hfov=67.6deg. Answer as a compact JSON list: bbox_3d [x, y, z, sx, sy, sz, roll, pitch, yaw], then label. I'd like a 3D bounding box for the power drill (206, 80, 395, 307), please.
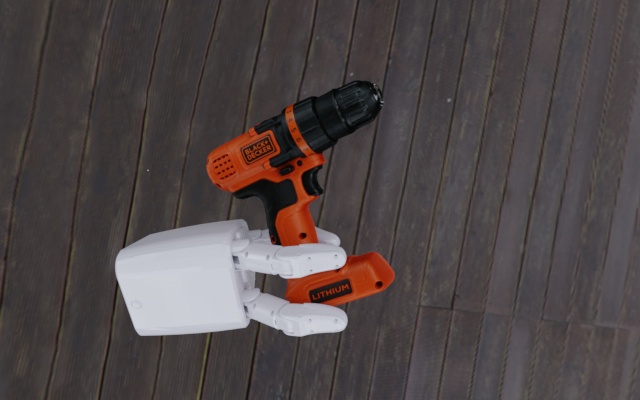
[{"bbox_3d":[0.000,0.002,0.450,0.184,0.187,0.057,-23,0,22],"label":"power drill"}]
